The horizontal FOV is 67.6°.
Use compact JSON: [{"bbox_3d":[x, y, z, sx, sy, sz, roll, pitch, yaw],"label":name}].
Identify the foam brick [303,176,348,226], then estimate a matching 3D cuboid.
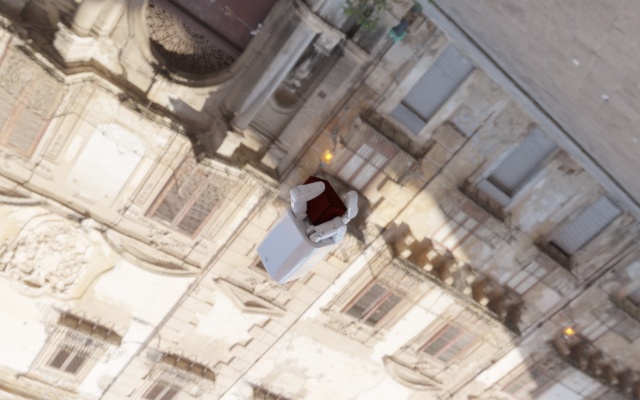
[{"bbox_3d":[0.000,0.003,0.857,0.053,0.078,0.051,15,-57,-49],"label":"foam brick"}]
